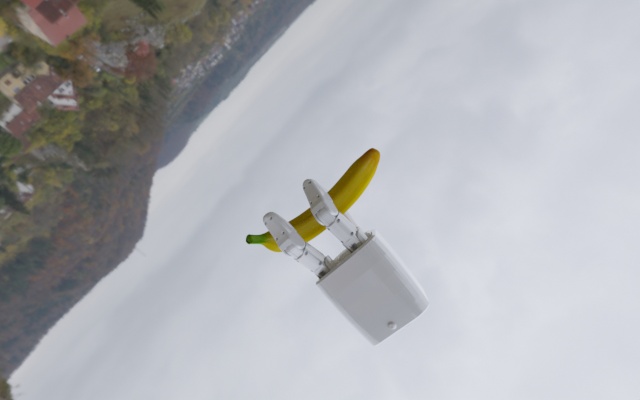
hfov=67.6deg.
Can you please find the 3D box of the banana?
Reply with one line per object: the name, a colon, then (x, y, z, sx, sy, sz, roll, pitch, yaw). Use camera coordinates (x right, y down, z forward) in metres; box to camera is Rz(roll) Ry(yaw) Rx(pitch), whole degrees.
banana: (0.002, 0.010, 0.608, 0.198, 0.037, 0.070, -37, -24, 0)
